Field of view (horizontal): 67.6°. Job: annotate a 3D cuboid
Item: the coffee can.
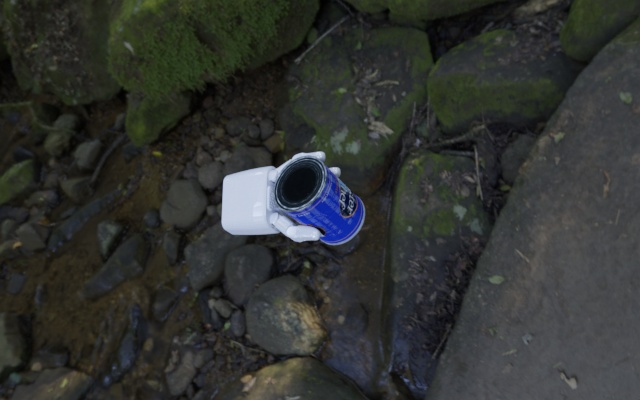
[{"bbox_3d":[0.000,0.003,0.810,0.103,0.102,0.140,0,-26,34],"label":"coffee can"}]
